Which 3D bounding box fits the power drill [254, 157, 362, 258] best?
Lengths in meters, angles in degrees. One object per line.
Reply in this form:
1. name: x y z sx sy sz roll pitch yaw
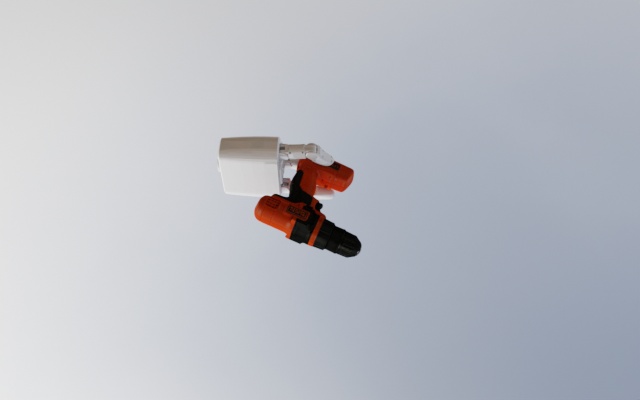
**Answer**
1. power drill: 0.000 0.002 0.824 0.184 0.057 0.187 25 41 1
